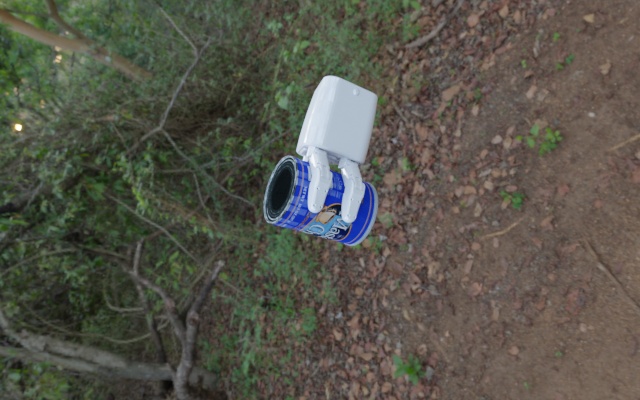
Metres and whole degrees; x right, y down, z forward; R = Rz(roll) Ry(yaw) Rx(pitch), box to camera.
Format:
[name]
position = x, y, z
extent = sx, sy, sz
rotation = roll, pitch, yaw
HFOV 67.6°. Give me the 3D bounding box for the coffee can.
[coffee can]
position = 0.000, 0.003, 0.714
extent = 0.140, 0.103, 0.103
rotation = 17, -8, -27
